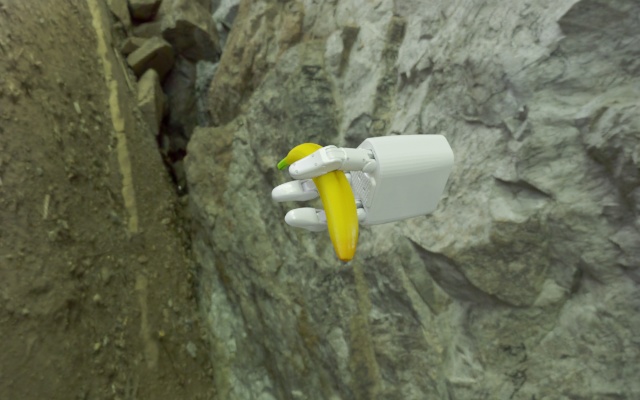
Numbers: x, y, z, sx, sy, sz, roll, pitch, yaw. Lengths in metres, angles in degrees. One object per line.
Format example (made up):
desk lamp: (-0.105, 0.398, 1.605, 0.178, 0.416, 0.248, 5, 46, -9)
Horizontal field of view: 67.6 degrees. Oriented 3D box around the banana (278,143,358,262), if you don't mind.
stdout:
banana: (0.005, -0.015, 0.569, 0.037, 0.070, 0.197, 2, 35, -30)
